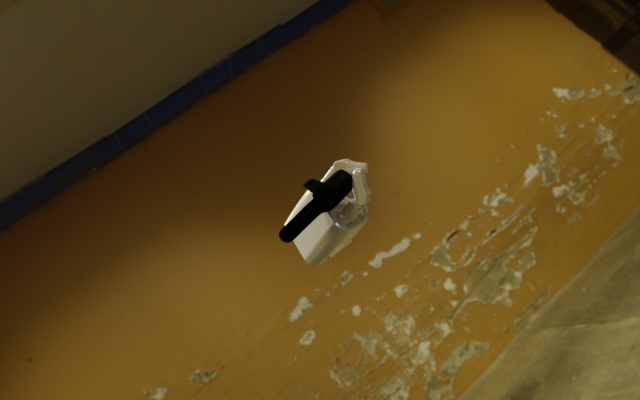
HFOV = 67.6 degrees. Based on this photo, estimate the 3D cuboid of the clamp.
[{"bbox_3d":[0.000,0.002,0.755,0.120,0.039,0.171,-52,-17,30],"label":"clamp"}]
